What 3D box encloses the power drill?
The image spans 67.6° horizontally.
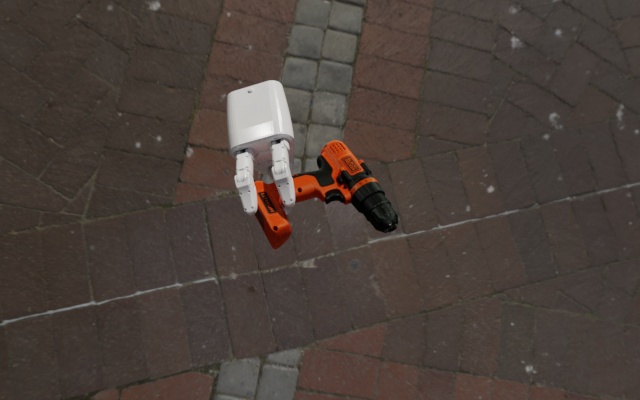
[{"bbox_3d":[0.000,0.002,0.713,0.187,0.184,0.057,-21,-36,-19],"label":"power drill"}]
